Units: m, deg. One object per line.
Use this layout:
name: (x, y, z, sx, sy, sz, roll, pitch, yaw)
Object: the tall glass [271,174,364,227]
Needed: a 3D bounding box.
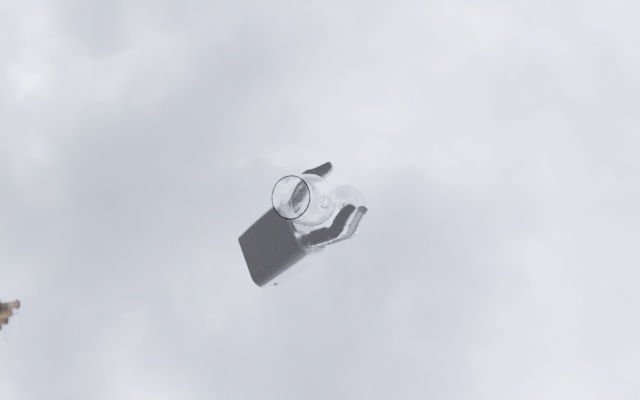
tall glass: (0.000, 0.002, 0.747, 0.079, 0.079, 0.201, 0, -4, 25)
